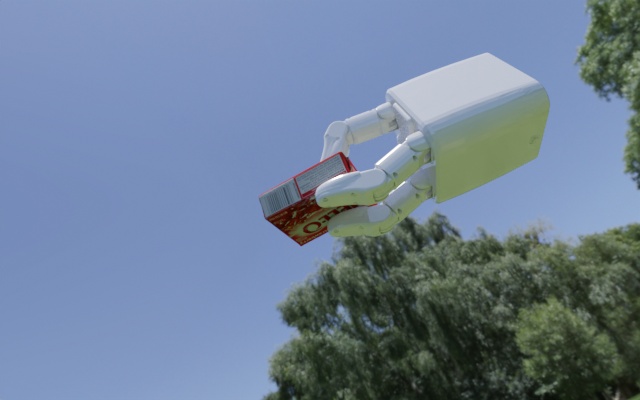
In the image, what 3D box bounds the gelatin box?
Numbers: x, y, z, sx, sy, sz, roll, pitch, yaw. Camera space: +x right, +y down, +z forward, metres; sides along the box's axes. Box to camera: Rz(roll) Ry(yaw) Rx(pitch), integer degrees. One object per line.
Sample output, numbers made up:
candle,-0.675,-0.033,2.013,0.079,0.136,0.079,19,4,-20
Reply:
gelatin box,0.000,0.001,0.441,0.089,0.030,0.073,-28,-33,11
